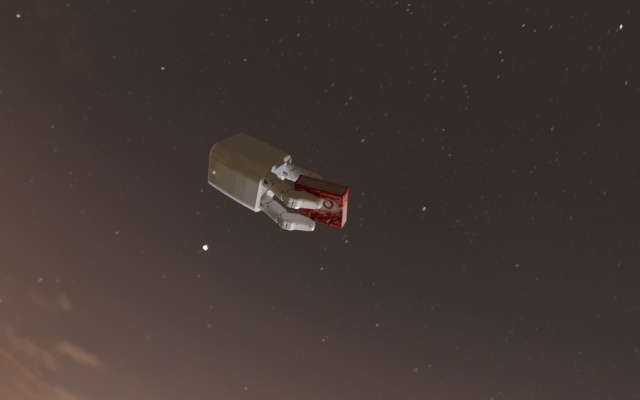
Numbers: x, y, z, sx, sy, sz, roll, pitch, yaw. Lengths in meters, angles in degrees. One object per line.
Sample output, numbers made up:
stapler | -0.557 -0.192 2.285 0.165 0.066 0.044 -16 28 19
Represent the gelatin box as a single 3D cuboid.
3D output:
gelatin box | 0.001 0.002 0.801 0.089 0.073 0.030 15 41 16
